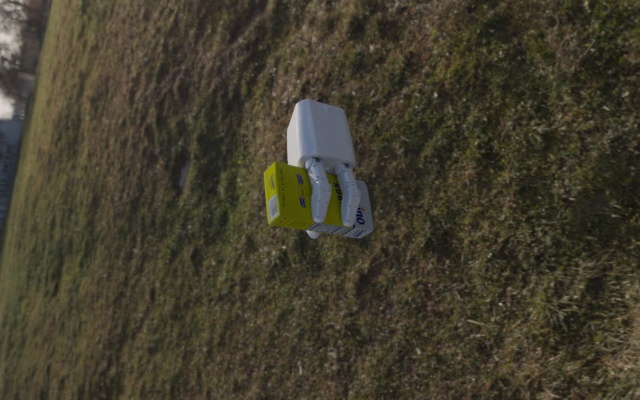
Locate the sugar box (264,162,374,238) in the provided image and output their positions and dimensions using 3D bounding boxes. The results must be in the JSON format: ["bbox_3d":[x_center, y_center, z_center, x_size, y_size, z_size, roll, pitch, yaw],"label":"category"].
[{"bbox_3d":[0.000,0.002,0.753,0.176,0.093,0.048,8,-29,-31],"label":"sugar box"}]
